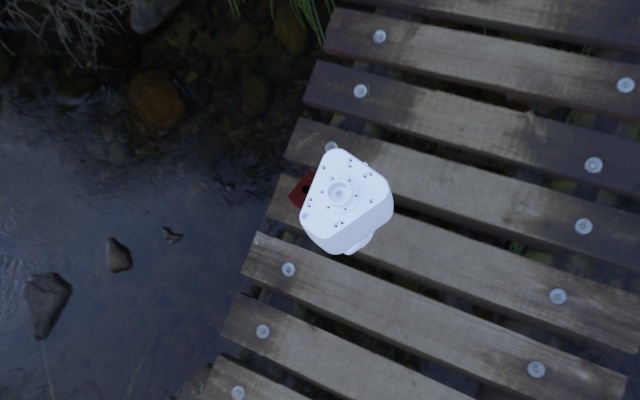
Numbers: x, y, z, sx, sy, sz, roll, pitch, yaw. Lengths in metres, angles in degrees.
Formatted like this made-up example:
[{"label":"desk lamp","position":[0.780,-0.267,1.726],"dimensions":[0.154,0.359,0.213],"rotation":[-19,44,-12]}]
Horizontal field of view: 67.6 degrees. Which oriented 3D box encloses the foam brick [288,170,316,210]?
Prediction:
[{"label":"foam brick","position":[0.000,0.002,0.697],"dimensions":[0.078,0.053,0.051],"rotation":[37,-6,16]}]
